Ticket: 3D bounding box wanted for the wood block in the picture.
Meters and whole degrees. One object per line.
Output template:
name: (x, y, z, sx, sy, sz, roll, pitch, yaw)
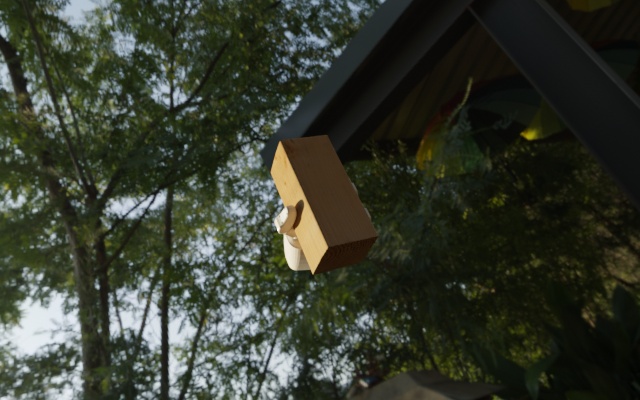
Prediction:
wood block: (0.000, 0.003, 0.777, 0.091, 0.206, 0.090, -11, -31, -25)
